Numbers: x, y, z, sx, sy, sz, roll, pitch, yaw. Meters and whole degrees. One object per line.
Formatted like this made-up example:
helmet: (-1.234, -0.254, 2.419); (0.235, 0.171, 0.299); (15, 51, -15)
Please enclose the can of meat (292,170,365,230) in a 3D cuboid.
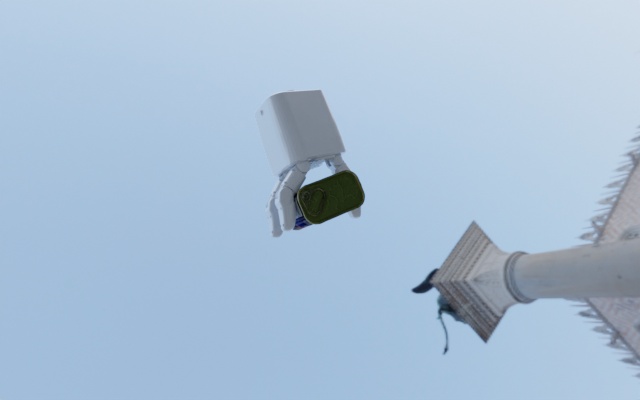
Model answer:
can of meat: (0.000, 0.002, 0.701); (0.102, 0.057, 0.084); (-22, -1, -27)
